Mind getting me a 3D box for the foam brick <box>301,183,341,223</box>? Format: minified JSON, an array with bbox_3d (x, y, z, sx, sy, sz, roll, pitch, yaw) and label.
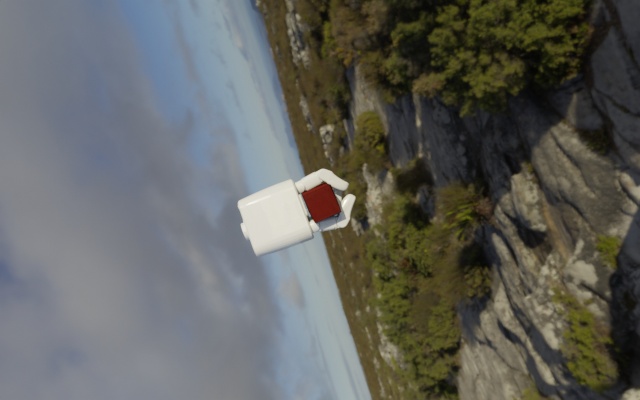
[{"bbox_3d":[0.000,0.003,0.836,0.051,0.053,0.078,-23,6,-3],"label":"foam brick"}]
